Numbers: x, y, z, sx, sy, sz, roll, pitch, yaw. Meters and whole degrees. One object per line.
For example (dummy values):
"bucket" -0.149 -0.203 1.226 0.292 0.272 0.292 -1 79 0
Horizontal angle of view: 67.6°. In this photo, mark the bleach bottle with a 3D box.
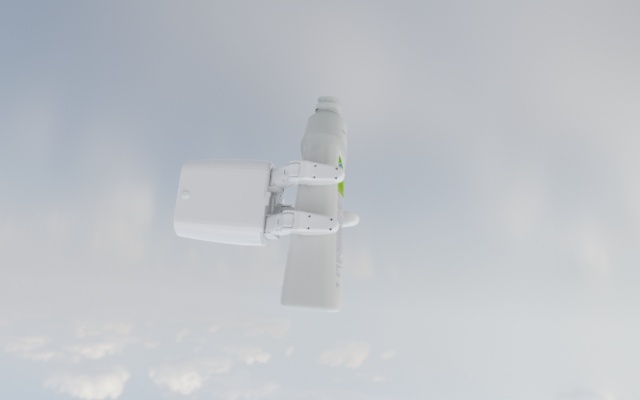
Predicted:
"bleach bottle" 0.000 0.002 0.566 0.068 0.250 0.102 4 -12 6
